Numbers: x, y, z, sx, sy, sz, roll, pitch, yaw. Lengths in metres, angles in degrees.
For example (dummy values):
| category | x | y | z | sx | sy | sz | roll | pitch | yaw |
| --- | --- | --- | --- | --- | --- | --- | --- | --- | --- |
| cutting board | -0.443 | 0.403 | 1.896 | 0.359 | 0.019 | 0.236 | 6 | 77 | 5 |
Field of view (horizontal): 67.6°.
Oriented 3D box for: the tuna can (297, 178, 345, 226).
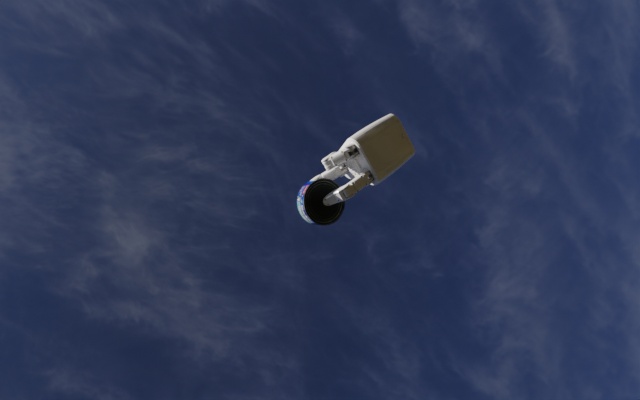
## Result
| category | x | y | z | sx | sy | sz | roll | pitch | yaw |
| --- | --- | --- | --- | --- | --- | --- | --- | --- | --- |
| tuna can | 0.000 | 0.003 | 0.877 | 0.086 | 0.086 | 0.034 | 0 | -2 | -29 |
